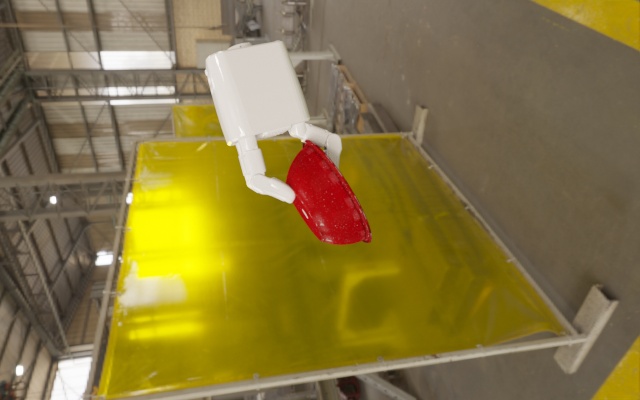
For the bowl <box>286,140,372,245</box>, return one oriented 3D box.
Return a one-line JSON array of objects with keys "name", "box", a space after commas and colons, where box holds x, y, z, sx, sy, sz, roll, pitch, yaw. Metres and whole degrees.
[{"name": "bowl", "box": [0.000, 0.003, 0.634, 0.055, 0.162, 0.162, -33, 6, -9]}]
